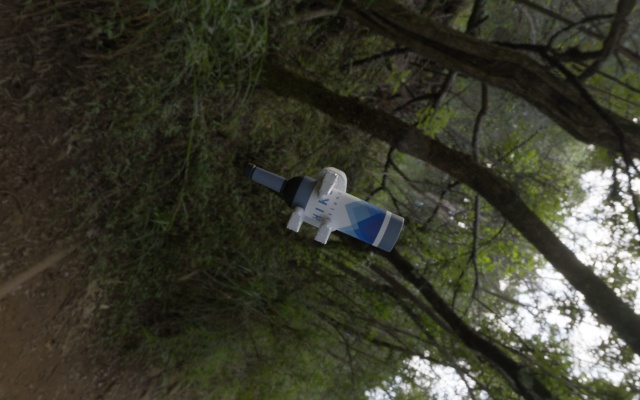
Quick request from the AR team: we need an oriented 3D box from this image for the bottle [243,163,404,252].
[{"bbox_3d":[0.000,0.003,0.855,0.295,0.069,0.069,24,1,2],"label":"bottle"}]
